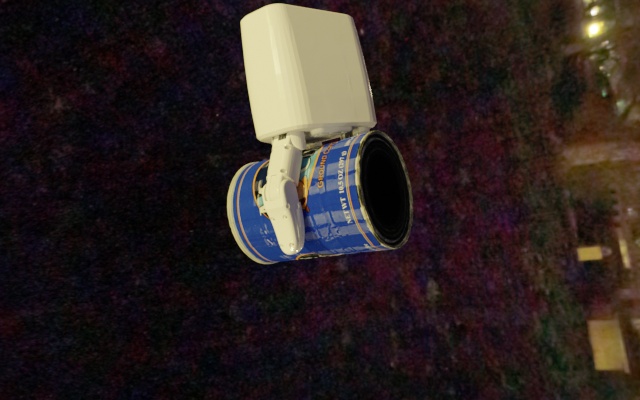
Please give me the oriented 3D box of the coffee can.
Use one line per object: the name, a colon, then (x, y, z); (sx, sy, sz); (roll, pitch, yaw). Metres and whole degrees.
coffee can: (0.000, 0.002, 0.441); (0.140, 0.103, 0.103); (-11, -6, 33)
